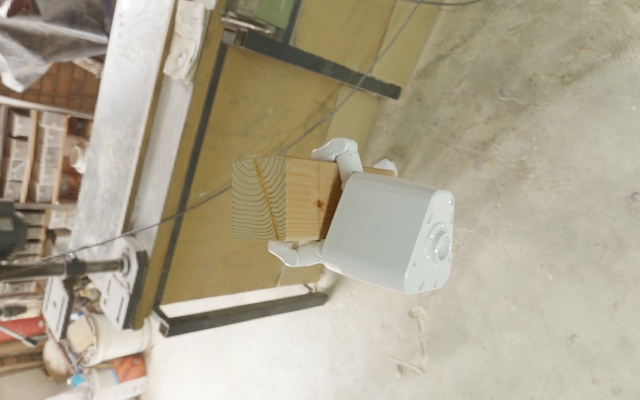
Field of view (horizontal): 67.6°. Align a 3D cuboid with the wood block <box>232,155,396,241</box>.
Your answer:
[{"bbox_3d":[0.000,0.002,0.588,0.090,0.091,0.206,-3,-4,41],"label":"wood block"}]
